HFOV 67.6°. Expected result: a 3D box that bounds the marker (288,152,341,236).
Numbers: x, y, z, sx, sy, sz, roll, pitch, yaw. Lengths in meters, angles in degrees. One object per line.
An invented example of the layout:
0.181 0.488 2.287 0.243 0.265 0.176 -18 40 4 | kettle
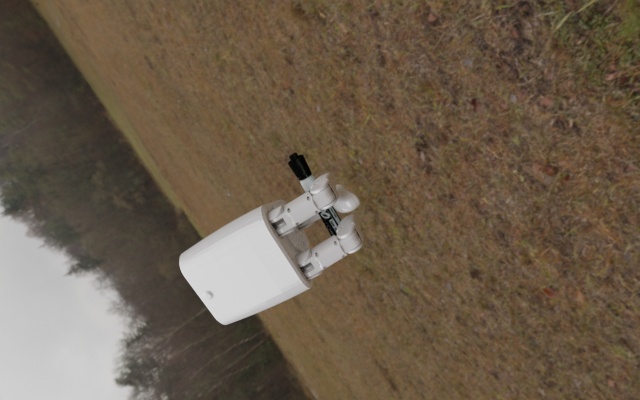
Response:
0.000 0.002 0.518 0.020 0.121 0.020 -28 16 9 | marker
